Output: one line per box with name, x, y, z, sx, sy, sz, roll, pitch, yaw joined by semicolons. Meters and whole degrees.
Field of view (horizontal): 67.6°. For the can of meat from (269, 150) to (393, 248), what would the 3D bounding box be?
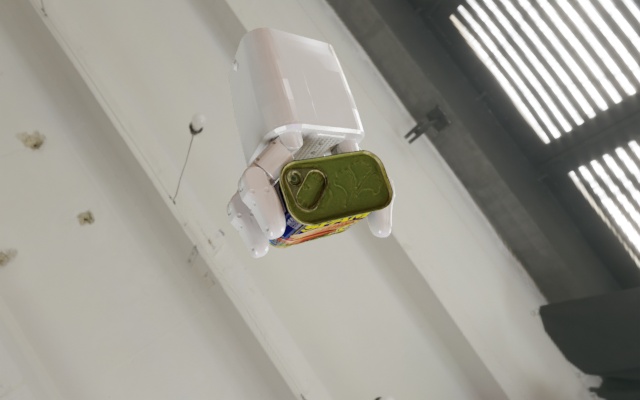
can of meat;0.000;0.002;0.437;0.102;0.057;0.084;-12;-15;-27
